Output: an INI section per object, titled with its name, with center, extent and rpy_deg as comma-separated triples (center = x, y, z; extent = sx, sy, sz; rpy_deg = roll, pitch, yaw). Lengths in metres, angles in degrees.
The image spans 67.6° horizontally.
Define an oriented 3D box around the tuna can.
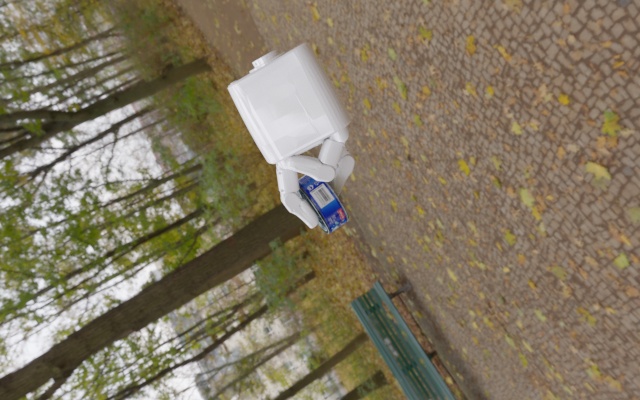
[tuna can]
center = 0.000, 0.002, 0.645
extent = 0.034, 0.086, 0.086
rpy_deg = -35, 6, -9
